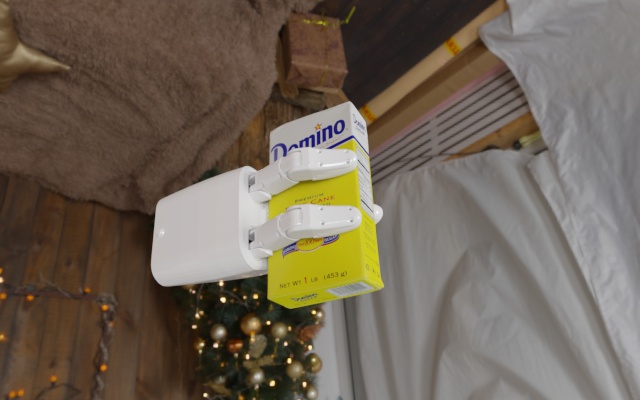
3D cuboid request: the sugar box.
[{"bbox_3d":[0.000,0.001,0.436,0.093,0.176,0.048,-16,-29,22],"label":"sugar box"}]
